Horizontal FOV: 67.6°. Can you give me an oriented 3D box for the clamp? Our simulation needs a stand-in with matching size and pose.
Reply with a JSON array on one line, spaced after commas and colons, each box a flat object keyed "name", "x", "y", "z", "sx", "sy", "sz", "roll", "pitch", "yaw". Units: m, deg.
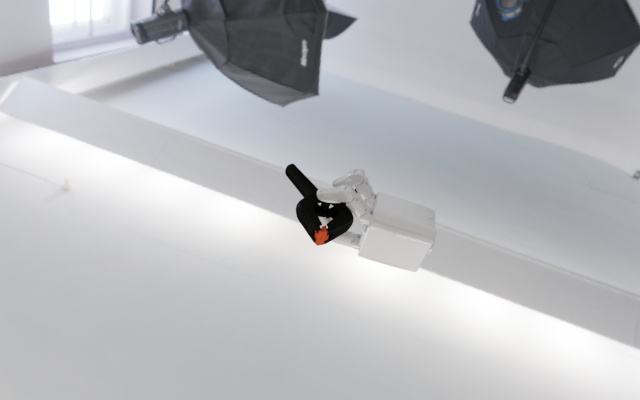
[{"name": "clamp", "x": 0.000, "y": 0.004, "z": 0.800, "sx": 0.164, "sy": 0.036, "sz": 0.210, "roll": 17, "pitch": 30, "yaw": 3}]
